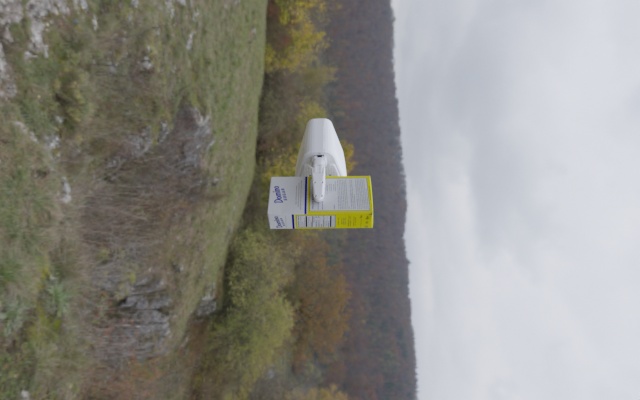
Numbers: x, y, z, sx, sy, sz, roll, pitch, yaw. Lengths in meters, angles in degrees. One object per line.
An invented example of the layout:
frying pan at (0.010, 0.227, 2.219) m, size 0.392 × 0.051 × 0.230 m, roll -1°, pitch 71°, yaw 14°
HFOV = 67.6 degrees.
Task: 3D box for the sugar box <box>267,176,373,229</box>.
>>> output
sugar box at (0.000, 0.003, 0.822) m, size 0.176 × 0.093 × 0.048 m, roll -2°, pitch -45°, yaw 2°
